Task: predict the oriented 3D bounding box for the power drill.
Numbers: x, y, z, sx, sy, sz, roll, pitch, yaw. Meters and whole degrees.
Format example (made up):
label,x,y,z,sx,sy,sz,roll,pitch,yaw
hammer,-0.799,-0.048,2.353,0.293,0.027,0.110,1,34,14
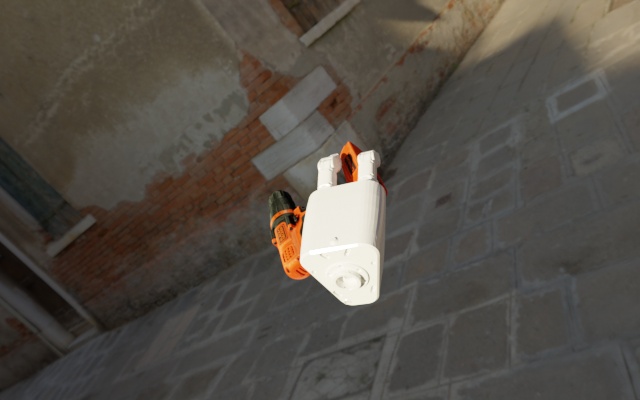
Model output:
label,x,y,z,sx,sy,sz,roll,pitch,yaw
power drill,0.000,0.002,0.716,0.057,0.188,0.184,33,22,-37
